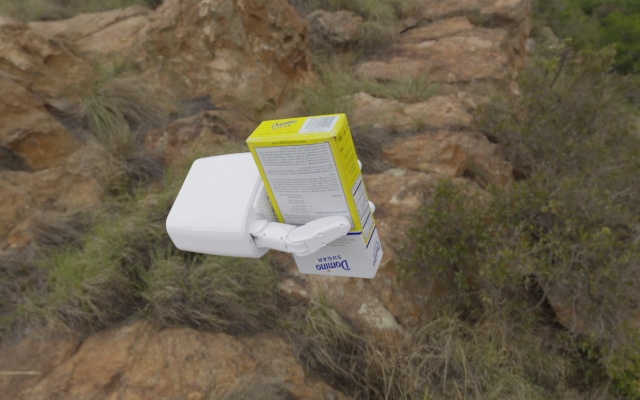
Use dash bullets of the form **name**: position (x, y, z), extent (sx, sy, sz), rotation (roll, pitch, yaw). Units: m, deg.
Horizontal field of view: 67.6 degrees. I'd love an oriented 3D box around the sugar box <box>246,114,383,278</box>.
- **sugar box**: position (0.000, 0.001, 0.491), extent (0.093, 0.176, 0.048), rotation (0, 40, 26)
